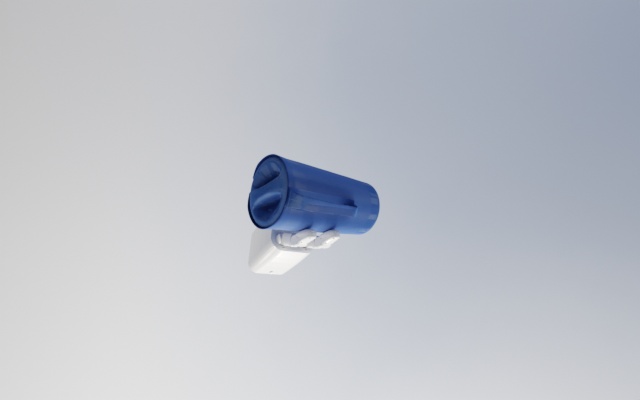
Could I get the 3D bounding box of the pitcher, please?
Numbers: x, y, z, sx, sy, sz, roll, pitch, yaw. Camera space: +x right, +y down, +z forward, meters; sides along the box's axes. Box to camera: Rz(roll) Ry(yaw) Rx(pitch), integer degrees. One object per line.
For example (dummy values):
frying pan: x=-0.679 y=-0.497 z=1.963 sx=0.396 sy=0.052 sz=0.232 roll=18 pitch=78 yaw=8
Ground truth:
pitcher: x=0.000 y=0.003 z=0.895 sx=0.243 sy=0.149 sz=0.145 roll=10 pitch=-42 yaw=-37
